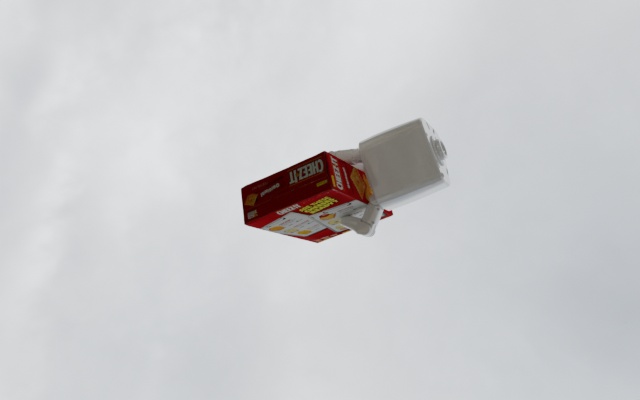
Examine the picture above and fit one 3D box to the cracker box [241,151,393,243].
[{"bbox_3d":[0.000,0.003,0.789,0.164,0.072,0.214,-22,-23,26],"label":"cracker box"}]
